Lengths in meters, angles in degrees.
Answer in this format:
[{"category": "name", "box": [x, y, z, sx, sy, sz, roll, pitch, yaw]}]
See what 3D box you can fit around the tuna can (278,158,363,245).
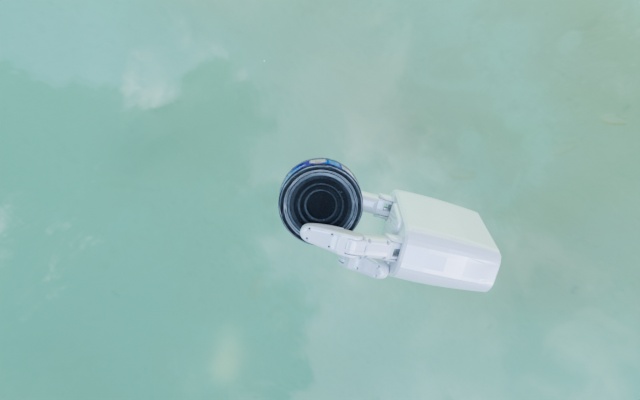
[{"category": "tuna can", "box": [0.000, 0.002, 0.484, 0.086, 0.086, 0.033, 0, 15, -1]}]
